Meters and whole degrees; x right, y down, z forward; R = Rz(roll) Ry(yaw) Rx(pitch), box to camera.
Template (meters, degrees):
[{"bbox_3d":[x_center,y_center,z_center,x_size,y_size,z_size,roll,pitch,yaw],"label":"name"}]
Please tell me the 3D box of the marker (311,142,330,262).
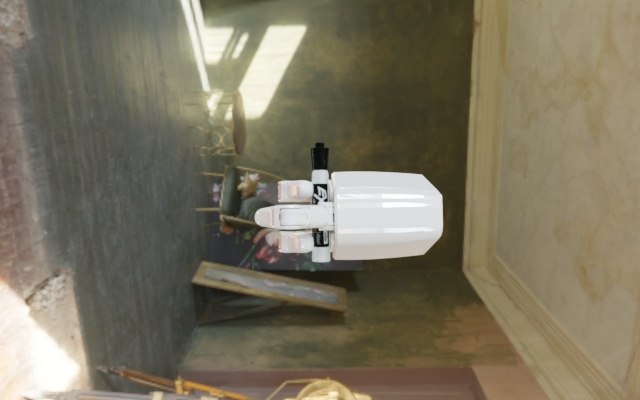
[{"bbox_3d":[0.000,0.002,0.487,0.020,0.121,0.020,-1,-1,0],"label":"marker"}]
